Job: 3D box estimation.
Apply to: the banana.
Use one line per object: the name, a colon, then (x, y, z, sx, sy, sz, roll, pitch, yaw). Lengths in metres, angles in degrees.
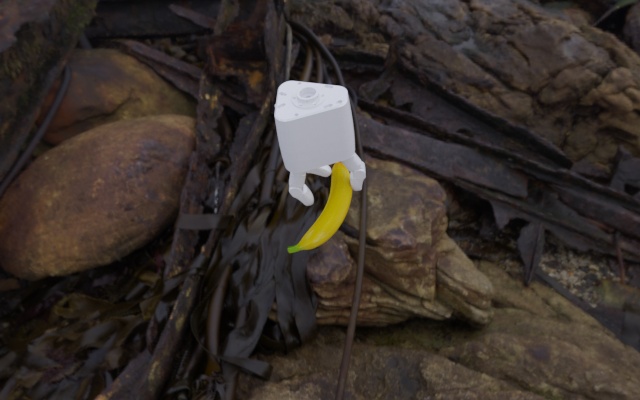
banana: (0.015, 0.010, 0.801, 0.069, 0.197, 0.037, 15, -33, 25)
